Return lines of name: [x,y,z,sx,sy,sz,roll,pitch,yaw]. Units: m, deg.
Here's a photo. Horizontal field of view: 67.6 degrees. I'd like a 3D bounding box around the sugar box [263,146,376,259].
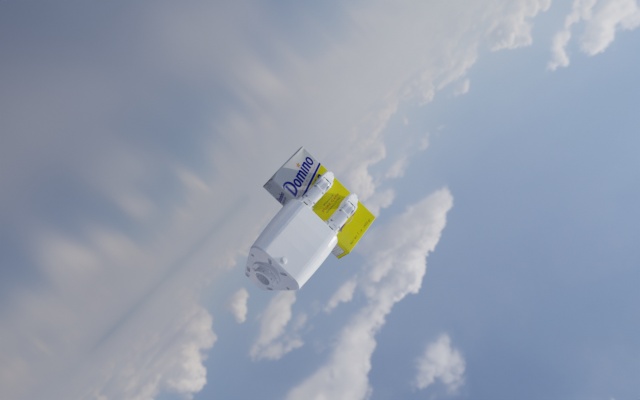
sugar box: [0.000,0.003,0.798,0.093,0.176,0.048,-50,8,-33]
